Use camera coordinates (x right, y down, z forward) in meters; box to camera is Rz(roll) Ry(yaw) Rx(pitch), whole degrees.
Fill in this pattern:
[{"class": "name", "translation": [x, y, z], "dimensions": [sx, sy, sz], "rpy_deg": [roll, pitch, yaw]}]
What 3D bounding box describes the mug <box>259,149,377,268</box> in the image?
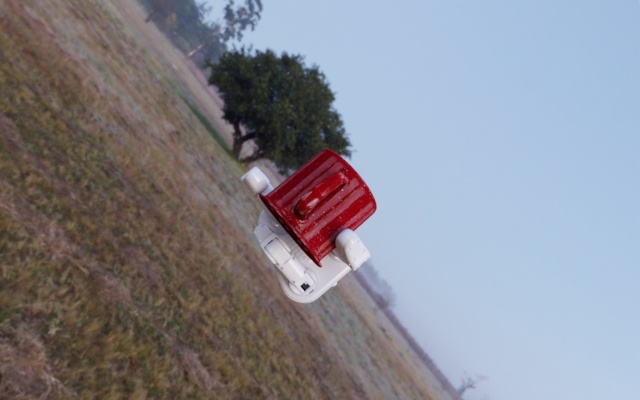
[{"class": "mug", "translation": [0.000, 0.001, 0.455], "dimensions": [0.081, 0.093, 0.117], "rpy_deg": [-40, -11, -8]}]
